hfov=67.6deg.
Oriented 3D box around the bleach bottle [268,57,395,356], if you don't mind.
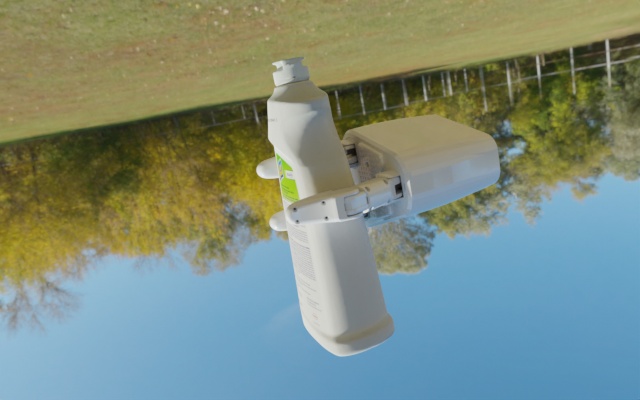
[{"bbox_3d":[0.000,0.001,0.426,0.068,0.251,0.102,-16,13,-22],"label":"bleach bottle"}]
